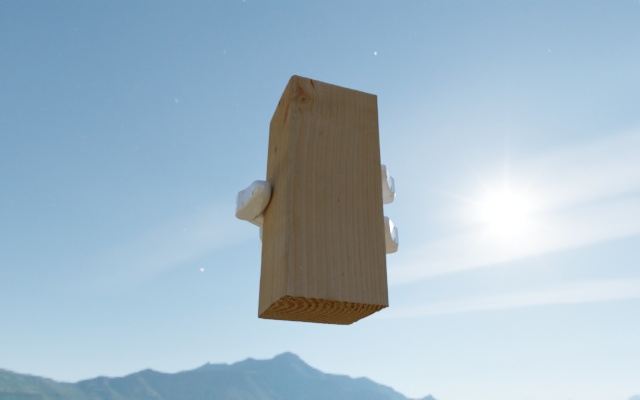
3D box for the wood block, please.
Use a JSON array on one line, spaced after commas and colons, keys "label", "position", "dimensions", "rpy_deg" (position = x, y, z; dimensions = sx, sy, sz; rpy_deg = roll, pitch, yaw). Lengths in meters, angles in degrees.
[{"label": "wood block", "position": [0.000, 0.001, 0.443], "dimensions": [0.091, 0.206, 0.090], "rpy_deg": [9, -27, -18]}]
